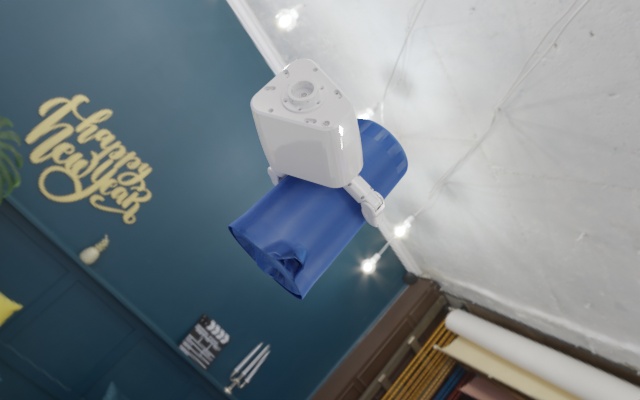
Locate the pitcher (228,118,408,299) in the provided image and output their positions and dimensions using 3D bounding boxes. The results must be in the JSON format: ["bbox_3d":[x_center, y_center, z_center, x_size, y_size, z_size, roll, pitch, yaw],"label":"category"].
[{"bbox_3d":[0.000,0.002,0.654,0.149,0.242,0.145,36,-19,26],"label":"pitcher"}]
